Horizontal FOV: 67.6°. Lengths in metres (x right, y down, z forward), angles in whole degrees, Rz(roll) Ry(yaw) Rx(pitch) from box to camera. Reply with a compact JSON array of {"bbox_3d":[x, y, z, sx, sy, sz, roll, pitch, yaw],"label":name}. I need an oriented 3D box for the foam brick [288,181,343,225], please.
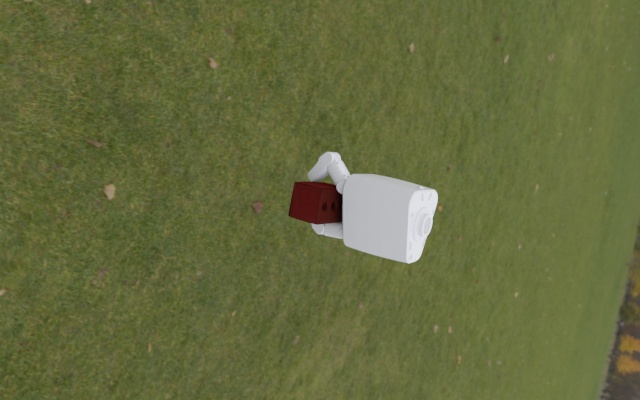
[{"bbox_3d":[0.000,0.002,0.700,0.051,0.053,0.078,16,12,34],"label":"foam brick"}]
